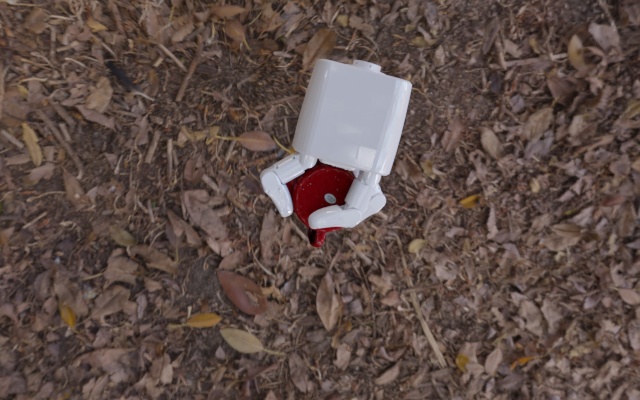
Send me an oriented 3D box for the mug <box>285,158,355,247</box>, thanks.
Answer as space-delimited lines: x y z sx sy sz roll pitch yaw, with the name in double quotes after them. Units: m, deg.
0.000 0.003 0.598 0.093 0.117 0.081 8 12 -12 "mug"
